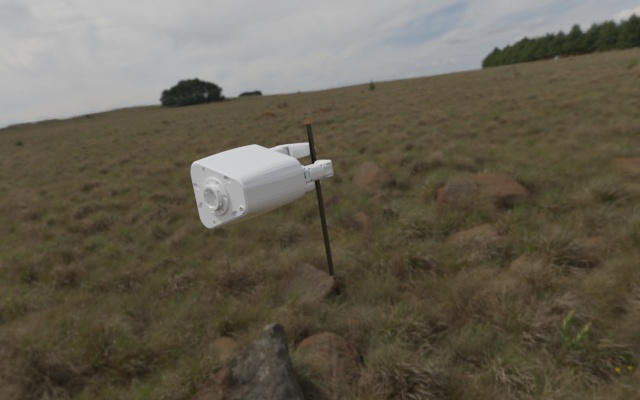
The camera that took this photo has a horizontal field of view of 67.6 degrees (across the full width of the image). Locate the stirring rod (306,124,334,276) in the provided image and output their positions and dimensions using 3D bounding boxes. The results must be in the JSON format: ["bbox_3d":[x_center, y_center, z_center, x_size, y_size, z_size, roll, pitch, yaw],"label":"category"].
[{"bbox_3d":[0.000,0.003,0.735,0.011,0.239,0.011,-8,12,2],"label":"stirring rod"}]
